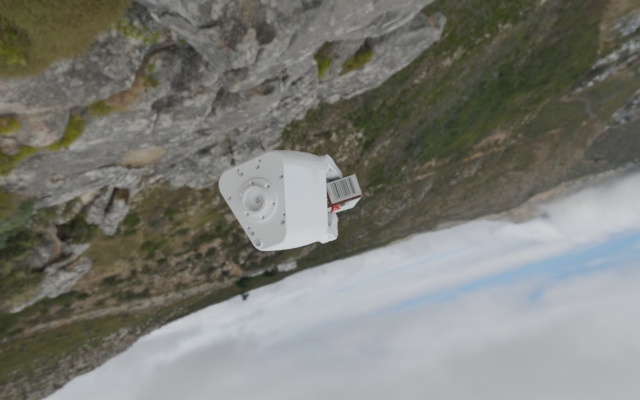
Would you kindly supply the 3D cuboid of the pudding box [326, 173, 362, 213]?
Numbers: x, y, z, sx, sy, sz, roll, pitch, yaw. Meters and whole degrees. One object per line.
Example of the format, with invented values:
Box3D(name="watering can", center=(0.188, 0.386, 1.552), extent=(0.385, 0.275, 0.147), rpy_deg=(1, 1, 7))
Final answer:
Box3D(name="pudding box", center=(0.000, 0.002, 0.707), extent=(0.113, 0.039, 0.090), rpy_deg=(-16, -8, -6))
